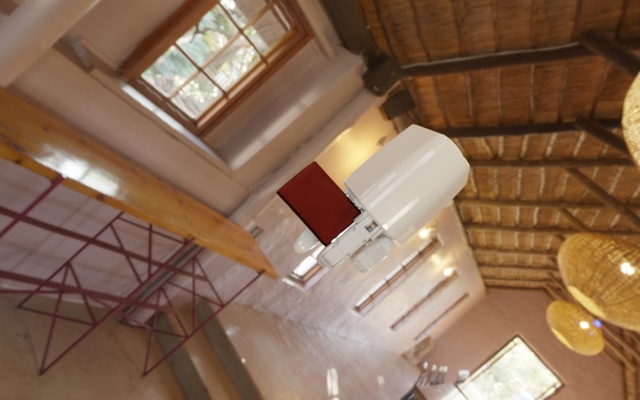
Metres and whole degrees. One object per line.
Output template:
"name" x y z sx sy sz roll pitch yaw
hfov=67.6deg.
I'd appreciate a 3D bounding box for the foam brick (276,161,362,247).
"foam brick" 0.000 0.002 0.515 0.051 0.078 0.053 -42 1 6
